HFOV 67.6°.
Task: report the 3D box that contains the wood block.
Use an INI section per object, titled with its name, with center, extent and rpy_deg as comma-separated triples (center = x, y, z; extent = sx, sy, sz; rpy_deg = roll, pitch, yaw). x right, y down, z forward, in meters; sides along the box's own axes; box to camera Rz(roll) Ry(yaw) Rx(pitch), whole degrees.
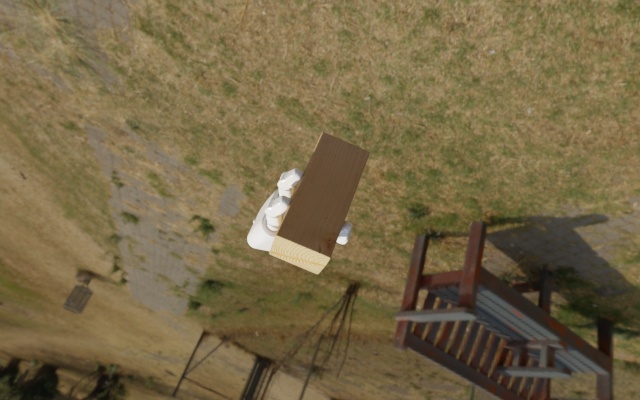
[wood block]
center = 0.000, 0.003, 0.791
extent = 0.091, 0.206, 0.090
rpy_deg = 23, -28, -2
